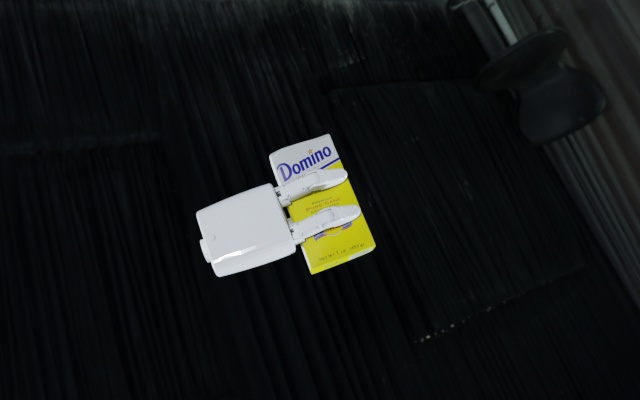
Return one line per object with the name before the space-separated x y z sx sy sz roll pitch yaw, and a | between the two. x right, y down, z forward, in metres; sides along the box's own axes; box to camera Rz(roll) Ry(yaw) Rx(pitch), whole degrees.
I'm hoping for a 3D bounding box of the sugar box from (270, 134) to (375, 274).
sugar box | 0.000 0.002 0.662 0.093 0.176 0.048 -20 -15 -8
